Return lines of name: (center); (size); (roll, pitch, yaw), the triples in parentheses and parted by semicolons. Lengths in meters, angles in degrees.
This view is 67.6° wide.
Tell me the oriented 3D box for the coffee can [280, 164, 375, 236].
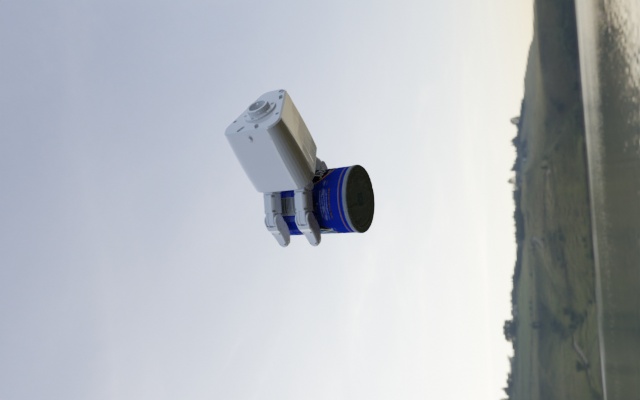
coffee can: (0.000, 0.003, 0.741); (0.140, 0.103, 0.103); (-5, -2, 29)
